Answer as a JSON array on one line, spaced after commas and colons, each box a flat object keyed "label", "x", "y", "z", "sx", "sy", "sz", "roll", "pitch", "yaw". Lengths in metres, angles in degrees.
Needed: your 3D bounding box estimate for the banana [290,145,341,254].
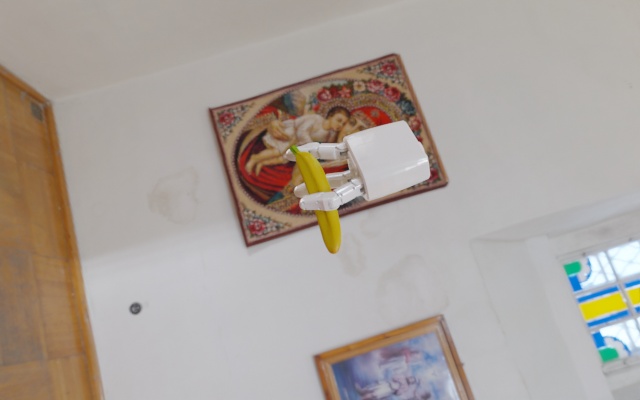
[{"label": "banana", "x": 0.002, "y": 0.003, "z": 0.771, "sx": 0.037, "sy": 0.198, "sz": 0.069, "roll": -20, "pitch": 13, "yaw": -6}]
